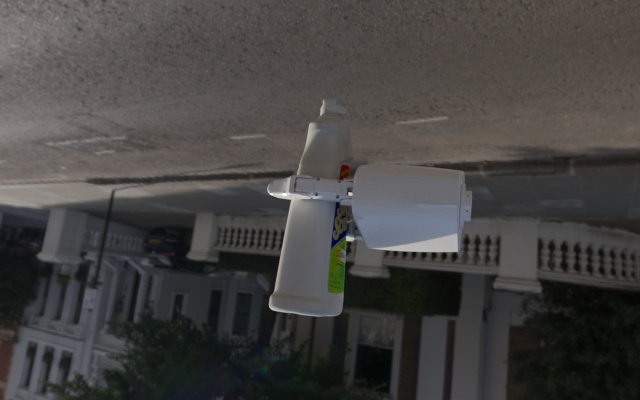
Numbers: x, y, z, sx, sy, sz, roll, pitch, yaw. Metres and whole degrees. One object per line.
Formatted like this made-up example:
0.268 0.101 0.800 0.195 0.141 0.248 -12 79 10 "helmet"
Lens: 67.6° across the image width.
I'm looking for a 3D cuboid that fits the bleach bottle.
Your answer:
0.000 0.002 0.550 0.068 0.250 0.102 3 -11 18 "bleach bottle"
